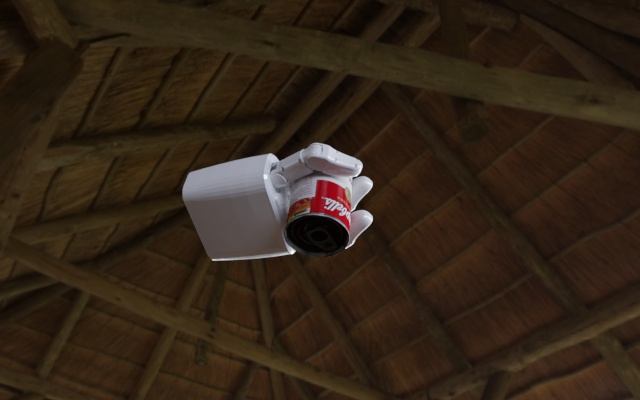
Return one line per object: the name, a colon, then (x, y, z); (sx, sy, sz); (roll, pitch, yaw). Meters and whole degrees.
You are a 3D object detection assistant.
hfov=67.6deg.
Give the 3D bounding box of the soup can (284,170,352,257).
soup can: (0.001, 0.001, 0.522); (0.068, 0.102, 0.069); (3, -44, 3)
